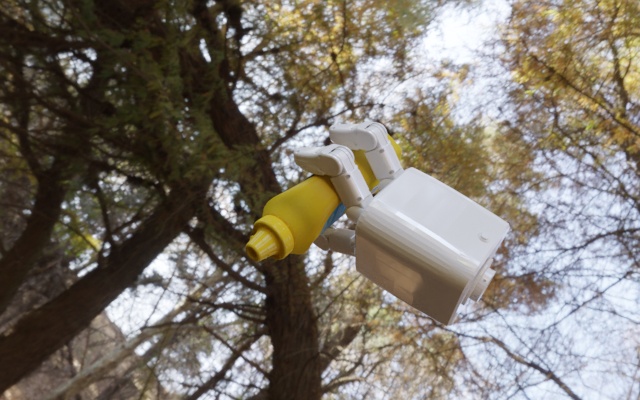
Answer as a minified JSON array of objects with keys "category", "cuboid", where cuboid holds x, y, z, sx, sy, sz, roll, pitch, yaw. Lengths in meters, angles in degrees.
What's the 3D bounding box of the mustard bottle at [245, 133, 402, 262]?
[{"category":"mustard bottle","cuboid":[0.000,0.001,0.473,0.191,0.058,0.096,-38,-6,-39]}]
